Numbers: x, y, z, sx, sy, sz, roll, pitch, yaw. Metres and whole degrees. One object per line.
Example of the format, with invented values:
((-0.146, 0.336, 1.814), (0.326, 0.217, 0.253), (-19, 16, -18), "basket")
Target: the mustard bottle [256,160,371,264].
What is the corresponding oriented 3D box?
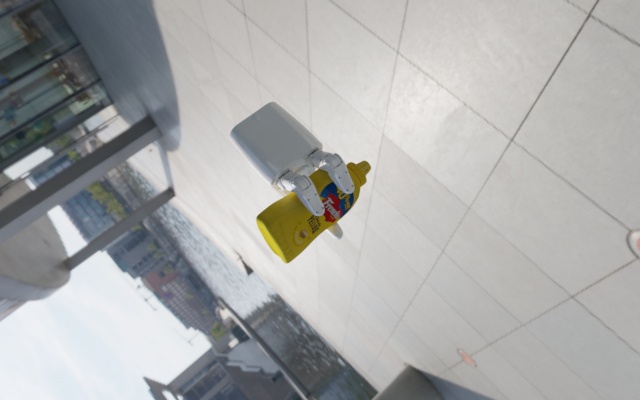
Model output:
((0.000, 0.003, 0.701), (0.191, 0.096, 0.058), (-39, 48, -17), "mustard bottle")
